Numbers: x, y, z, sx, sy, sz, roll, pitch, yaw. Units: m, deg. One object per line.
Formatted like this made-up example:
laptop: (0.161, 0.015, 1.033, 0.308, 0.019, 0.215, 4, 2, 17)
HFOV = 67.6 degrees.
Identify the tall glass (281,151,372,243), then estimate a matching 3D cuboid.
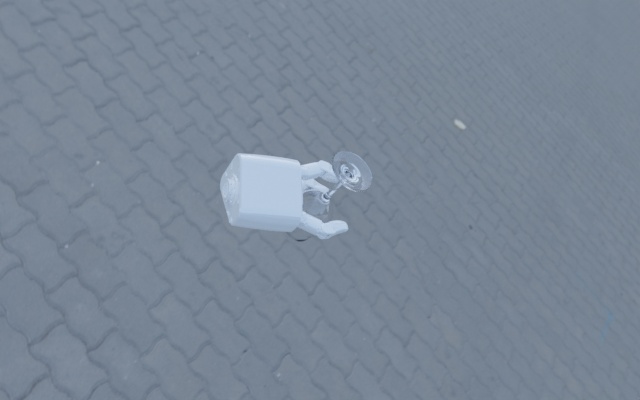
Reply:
tall glass: (0.001, 0.002, 0.813, 0.079, 0.079, 0.201, 0, -30, -34)
